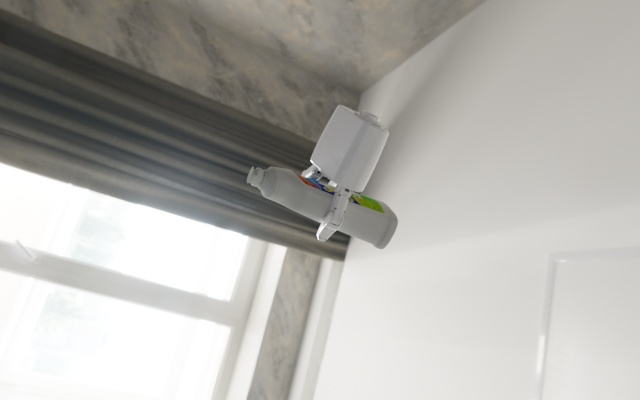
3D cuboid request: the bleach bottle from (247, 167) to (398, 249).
[{"bbox_3d":[0.000,0.003,0.797,0.251,0.068,0.102,20,17,-20],"label":"bleach bottle"}]
